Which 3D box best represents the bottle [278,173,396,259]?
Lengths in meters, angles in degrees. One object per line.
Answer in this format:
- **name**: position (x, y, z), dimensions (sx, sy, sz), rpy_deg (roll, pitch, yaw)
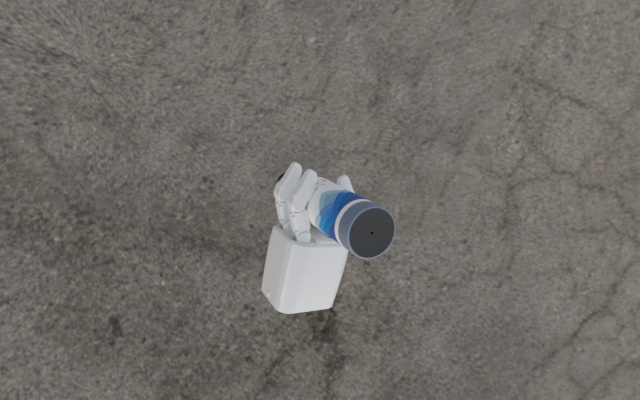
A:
- **bottle**: position (0.000, 0.002, 0.692), dimensions (0.069, 0.069, 0.295), rpy_deg (0, 14, -25)
